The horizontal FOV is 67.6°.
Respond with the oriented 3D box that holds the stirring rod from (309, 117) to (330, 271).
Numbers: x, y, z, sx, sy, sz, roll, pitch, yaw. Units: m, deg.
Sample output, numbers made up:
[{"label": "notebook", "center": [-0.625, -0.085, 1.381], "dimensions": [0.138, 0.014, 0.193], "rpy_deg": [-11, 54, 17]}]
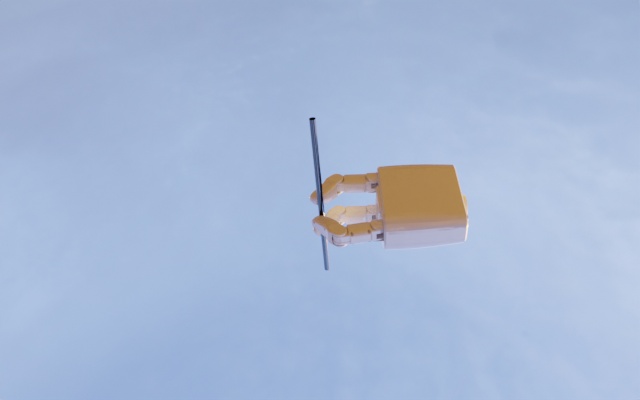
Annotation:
[{"label": "stirring rod", "center": [0.000, 0.002, 0.626], "dimensions": [0.011, 0.240, 0.011], "rpy_deg": [-4, 36, 3]}]
